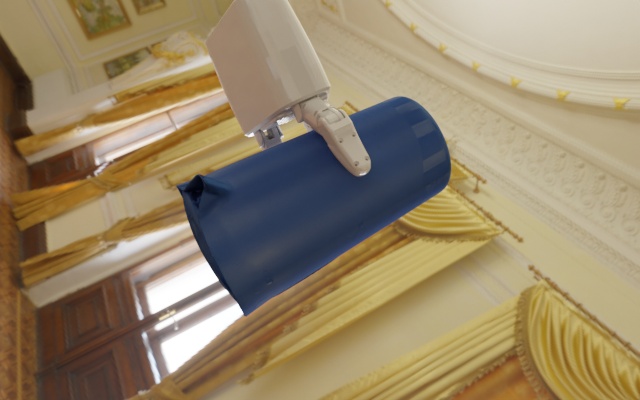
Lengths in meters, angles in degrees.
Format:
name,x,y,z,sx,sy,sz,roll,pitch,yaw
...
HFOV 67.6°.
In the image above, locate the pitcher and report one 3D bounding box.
name,x,y,z,sx,sy,sz,roll,pitch,yaw
pitcher,0.000,0.001,0.466,0.243,0.145,0.149,-27,4,-14
